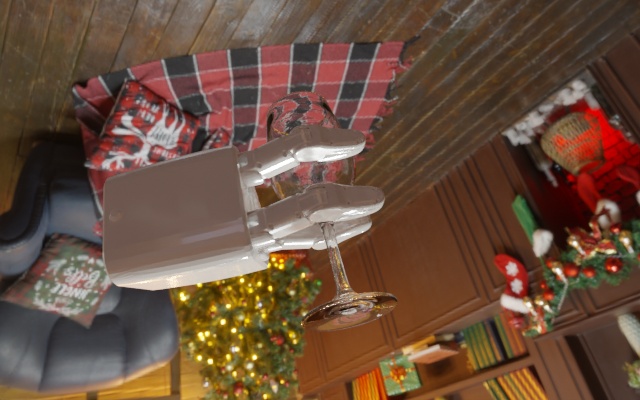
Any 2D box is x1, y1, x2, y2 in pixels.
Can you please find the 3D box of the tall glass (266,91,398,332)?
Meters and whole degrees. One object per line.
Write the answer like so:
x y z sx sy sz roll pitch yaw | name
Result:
0.000 0.002 0.405 0.079 0.201 0.079 -11 -30 -6 | tall glass
